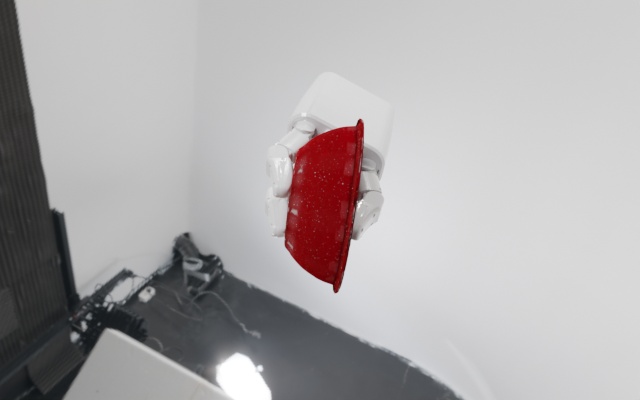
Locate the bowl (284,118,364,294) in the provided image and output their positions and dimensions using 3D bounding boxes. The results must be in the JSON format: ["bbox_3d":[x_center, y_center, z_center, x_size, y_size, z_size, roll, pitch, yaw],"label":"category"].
[{"bbox_3d":[0.000,0.002,0.440,0.055,0.162,0.162,8,0,-1],"label":"bowl"}]
